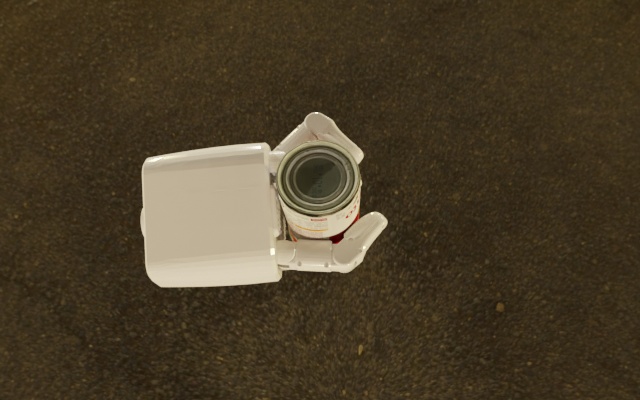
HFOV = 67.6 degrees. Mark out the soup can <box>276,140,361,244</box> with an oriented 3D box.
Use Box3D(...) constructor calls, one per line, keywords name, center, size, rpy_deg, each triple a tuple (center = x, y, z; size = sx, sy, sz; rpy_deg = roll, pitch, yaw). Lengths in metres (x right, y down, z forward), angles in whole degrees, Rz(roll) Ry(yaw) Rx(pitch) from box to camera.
Box3D(name="soup can", center=(0.001, 0.001, 0.411), size=(0.068, 0.068, 0.102), rpy_deg=(0, -24, 3))
